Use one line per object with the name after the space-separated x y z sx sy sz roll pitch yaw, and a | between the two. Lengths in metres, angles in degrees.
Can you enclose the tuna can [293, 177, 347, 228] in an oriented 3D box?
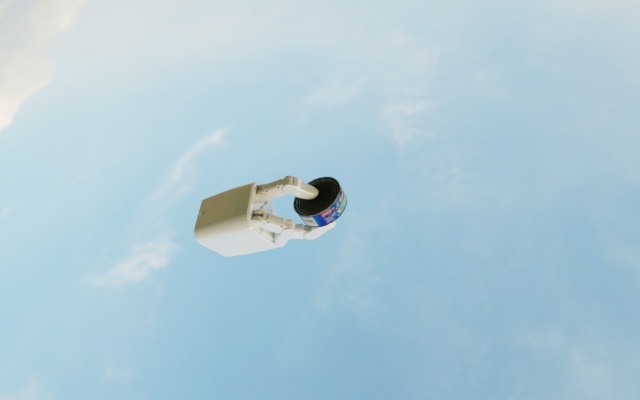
0.000 0.003 0.789 0.086 0.086 0.034 0 -40 35 | tuna can
